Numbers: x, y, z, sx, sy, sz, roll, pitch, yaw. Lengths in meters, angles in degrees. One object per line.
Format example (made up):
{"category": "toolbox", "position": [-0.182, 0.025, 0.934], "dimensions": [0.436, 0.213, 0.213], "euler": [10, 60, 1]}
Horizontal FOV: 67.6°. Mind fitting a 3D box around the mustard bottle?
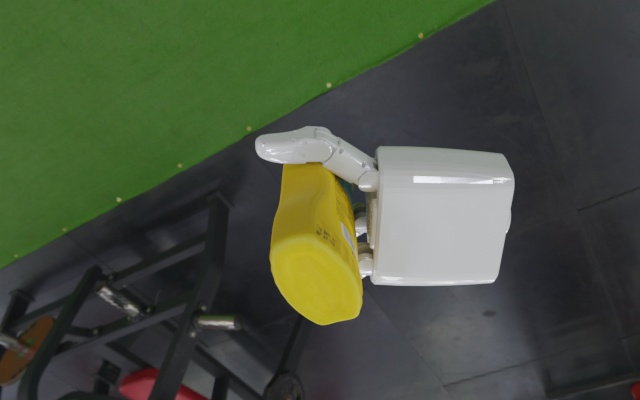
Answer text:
{"category": "mustard bottle", "position": [0.000, 0.002, 0.407], "dimensions": [0.058, 0.096, 0.191], "euler": [-18, 36, 15]}
